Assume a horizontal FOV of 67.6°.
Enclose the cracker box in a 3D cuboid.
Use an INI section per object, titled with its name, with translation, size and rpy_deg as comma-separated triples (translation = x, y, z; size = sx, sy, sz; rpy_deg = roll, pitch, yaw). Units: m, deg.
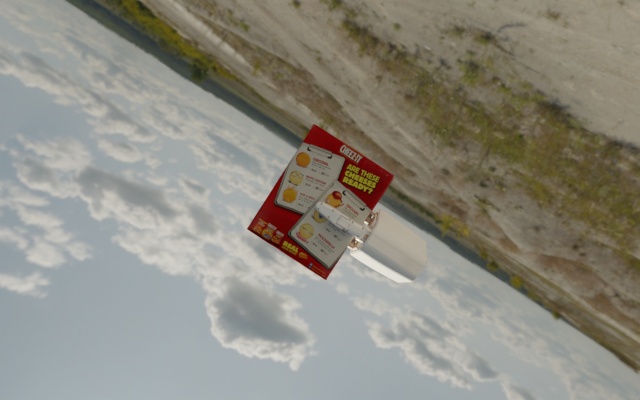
[cracker box]
translation = 0.000, 0.003, 0.831
size = 0.164, 0.214, 0.072
rpy_deg = 33, 4, -2
